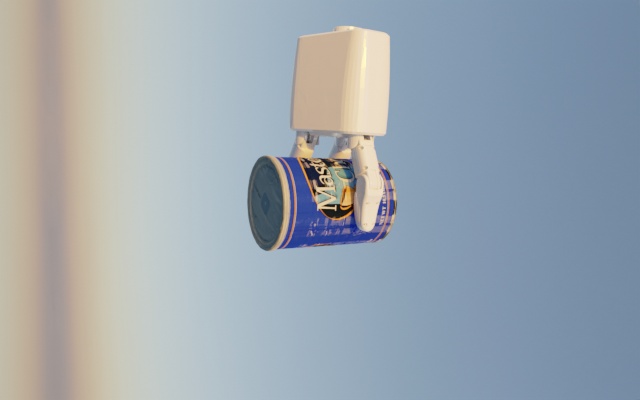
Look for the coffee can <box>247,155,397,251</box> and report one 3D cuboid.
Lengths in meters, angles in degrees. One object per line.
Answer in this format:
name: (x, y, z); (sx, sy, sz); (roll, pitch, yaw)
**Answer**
coffee can: (0.000, 0.002, 0.545); (0.140, 0.103, 0.103); (-1, 0, -29)
